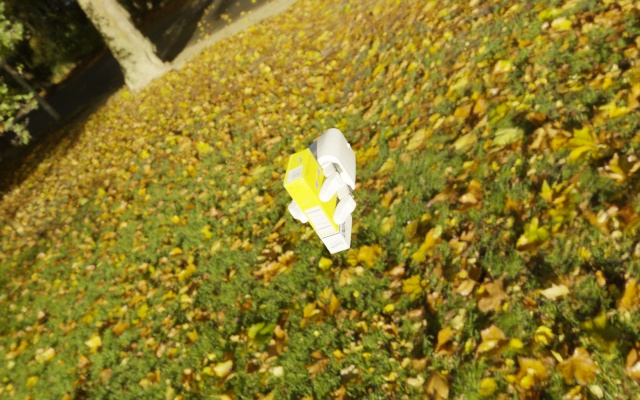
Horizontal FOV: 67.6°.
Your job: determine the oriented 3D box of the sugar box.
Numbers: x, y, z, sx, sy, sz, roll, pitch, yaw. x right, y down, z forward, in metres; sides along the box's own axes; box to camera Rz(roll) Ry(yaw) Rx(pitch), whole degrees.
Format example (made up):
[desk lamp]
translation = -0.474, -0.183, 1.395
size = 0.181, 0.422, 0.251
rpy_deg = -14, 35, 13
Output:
[sugar box]
translation = 0.001, 0.002, 0.867
size = 0.048, 0.176, 0.093
rpy_deg = -22, 34, 23
